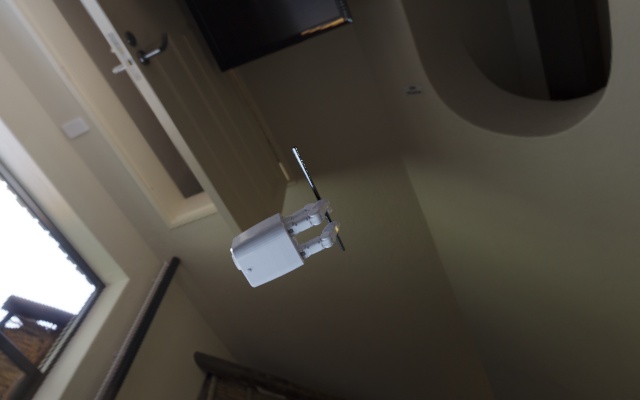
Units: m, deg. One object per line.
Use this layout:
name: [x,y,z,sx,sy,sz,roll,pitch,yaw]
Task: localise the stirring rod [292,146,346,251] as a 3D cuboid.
stirring rod: [0.000,0.003,0.893,0.011,0.240,0.011,-20,29,11]
